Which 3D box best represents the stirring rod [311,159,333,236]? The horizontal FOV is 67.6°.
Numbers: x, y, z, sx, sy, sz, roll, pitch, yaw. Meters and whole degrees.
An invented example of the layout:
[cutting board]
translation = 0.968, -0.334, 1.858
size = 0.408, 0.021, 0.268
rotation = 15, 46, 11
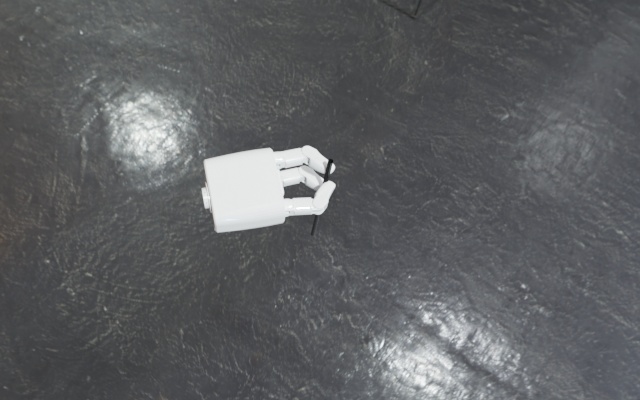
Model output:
[stirring rod]
translation = 0.000, 0.003, 0.817
size = 0.011, 0.011, 0.240
rotation = 0, -31, -8
